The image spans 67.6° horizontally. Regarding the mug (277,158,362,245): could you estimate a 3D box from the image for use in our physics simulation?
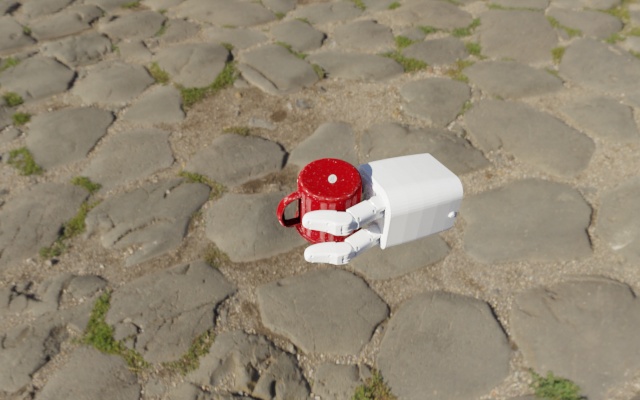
[{"bbox_3d":[-0.001,0.002,0.617,0.117,0.082,0.093,-13,47,-14],"label":"mug"}]
